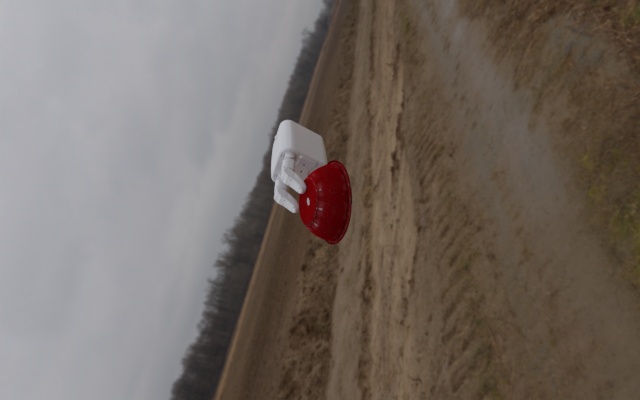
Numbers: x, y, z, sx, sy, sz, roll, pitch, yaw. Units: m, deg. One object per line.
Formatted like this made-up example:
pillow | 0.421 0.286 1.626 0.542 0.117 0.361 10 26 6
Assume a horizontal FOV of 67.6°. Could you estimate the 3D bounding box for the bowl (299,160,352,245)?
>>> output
bowl | 0.000 0.004 0.898 0.055 0.162 0.162 1 -1 -24
